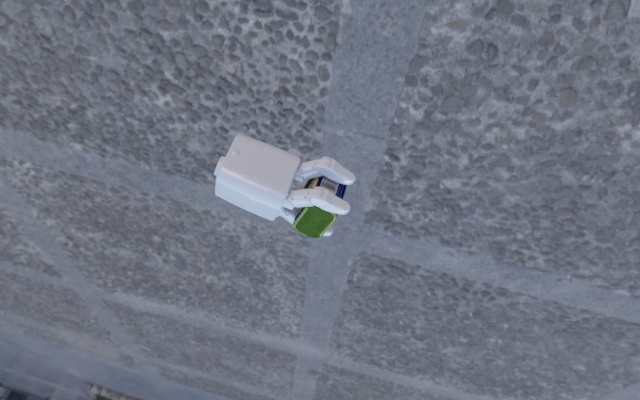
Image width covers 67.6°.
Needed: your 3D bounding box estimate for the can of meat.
[{"bbox_3d":[0.000,0.003,0.761,0.057,0.084,0.102,25,-36,-9],"label":"can of meat"}]
